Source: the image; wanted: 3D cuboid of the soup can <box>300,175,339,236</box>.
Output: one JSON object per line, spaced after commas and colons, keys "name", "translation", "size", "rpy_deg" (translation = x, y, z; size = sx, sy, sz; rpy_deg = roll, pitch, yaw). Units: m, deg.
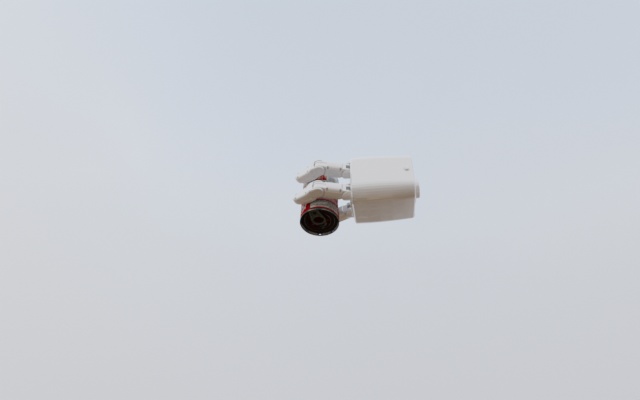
{"name": "soup can", "translation": [0.000, 0.003, 0.845], "size": [0.068, 0.069, 0.102], "rpy_deg": [1, 45, 1]}
